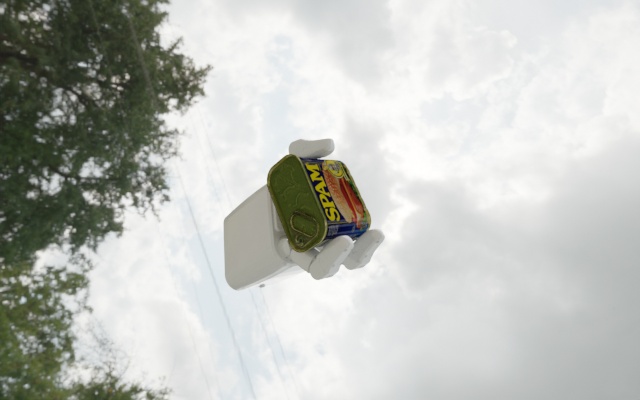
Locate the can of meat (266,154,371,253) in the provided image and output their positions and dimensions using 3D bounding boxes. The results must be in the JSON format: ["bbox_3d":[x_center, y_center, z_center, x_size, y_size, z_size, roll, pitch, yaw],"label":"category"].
[{"bbox_3d":[0.000,0.002,0.527,0.084,0.102,0.057,-2,-27,-49],"label":"can of meat"}]
